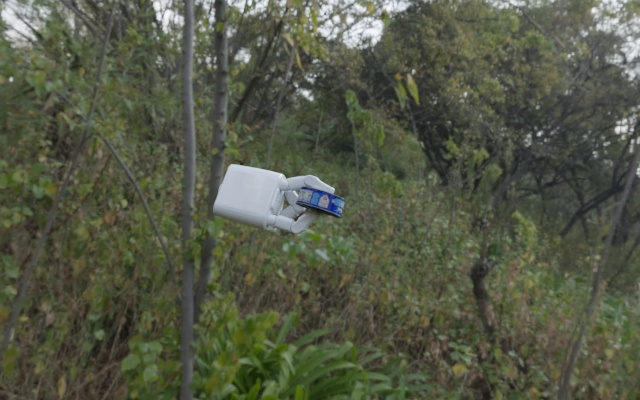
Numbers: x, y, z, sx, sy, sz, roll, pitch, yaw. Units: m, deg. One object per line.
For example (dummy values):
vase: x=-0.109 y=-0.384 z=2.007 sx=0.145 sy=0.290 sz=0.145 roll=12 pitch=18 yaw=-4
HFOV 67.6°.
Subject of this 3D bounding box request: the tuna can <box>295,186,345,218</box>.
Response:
tuna can: x=0.000 y=0.002 z=0.868 sx=0.086 sy=0.033 sz=0.086 roll=17 pitch=-5 yaw=2
